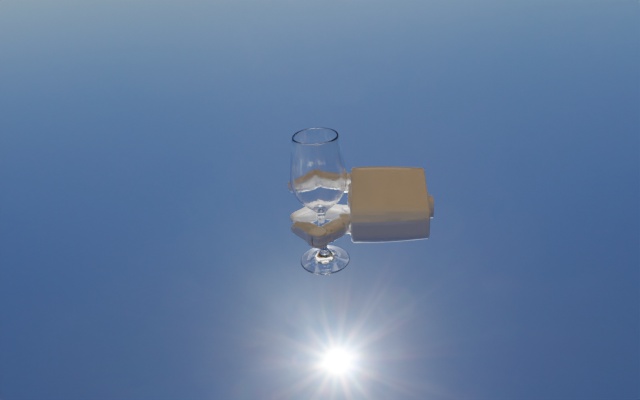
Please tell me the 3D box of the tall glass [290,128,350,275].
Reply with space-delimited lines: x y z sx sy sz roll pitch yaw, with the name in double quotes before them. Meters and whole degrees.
"tall glass" 0.000 0.003 0.673 0.079 0.201 0.079 -4 29 2
